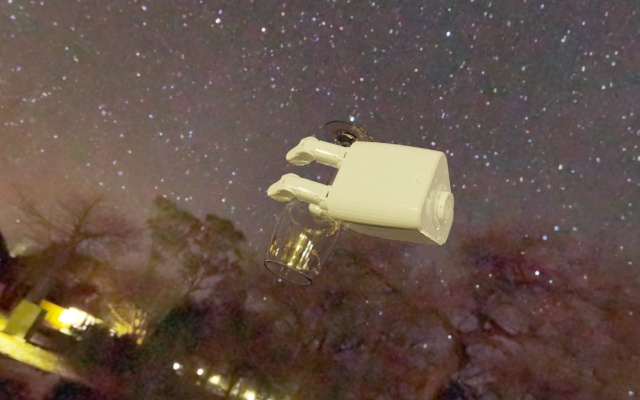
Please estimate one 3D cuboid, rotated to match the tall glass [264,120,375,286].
[{"bbox_3d":[0.000,0.001,0.590,0.079,0.201,0.079,21,-23,9],"label":"tall glass"}]
